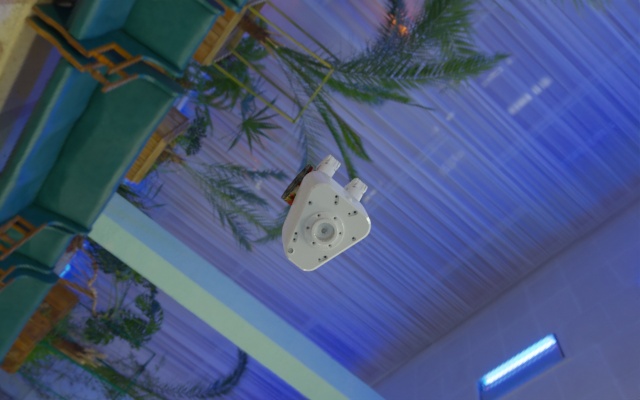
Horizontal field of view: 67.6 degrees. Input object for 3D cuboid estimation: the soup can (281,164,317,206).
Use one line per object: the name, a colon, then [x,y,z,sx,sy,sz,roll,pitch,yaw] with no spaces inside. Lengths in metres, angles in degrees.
soup can: [0.000,0.003,0.731,0.102,0.068,0.068,40,-8,-9]
